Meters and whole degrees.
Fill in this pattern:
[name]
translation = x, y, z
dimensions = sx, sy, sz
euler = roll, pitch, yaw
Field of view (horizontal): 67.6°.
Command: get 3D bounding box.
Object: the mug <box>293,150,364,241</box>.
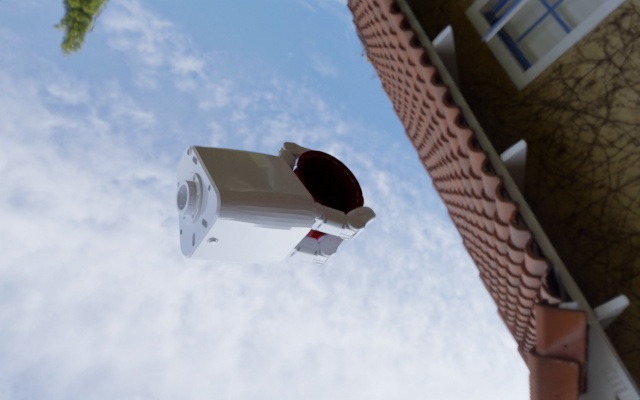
[mug]
translation = 0.001, 0.002, 0.584
dimensions = 0.117, 0.093, 0.081
euler = 9, -40, -37
